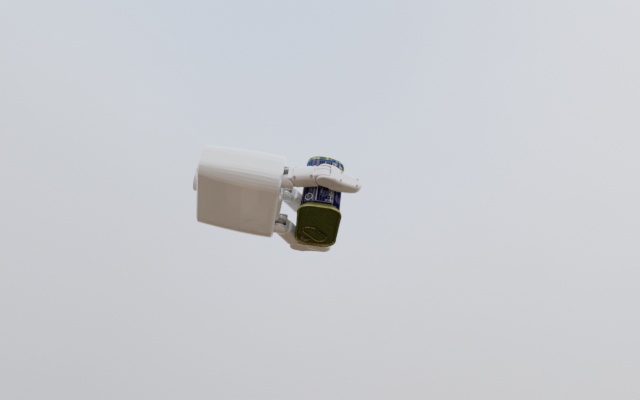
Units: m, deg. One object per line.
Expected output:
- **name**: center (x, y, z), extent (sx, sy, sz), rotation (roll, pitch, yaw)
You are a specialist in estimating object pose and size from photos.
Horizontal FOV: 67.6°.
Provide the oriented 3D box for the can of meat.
- **can of meat**: center (0.000, 0.002, 0.653), extent (0.057, 0.084, 0.102), rotation (8, -34, 0)
